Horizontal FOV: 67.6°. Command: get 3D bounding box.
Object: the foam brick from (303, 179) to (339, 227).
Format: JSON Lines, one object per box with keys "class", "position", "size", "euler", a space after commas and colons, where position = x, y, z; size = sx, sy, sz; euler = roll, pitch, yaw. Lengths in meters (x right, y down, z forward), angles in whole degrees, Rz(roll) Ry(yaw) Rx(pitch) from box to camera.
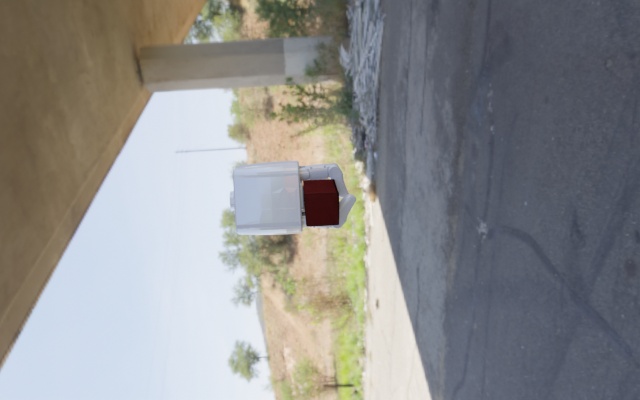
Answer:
{"class": "foam brick", "position": [0.000, 0.002, 0.736], "size": [0.051, 0.053, 0.078], "euler": [-3, 18, -3]}
